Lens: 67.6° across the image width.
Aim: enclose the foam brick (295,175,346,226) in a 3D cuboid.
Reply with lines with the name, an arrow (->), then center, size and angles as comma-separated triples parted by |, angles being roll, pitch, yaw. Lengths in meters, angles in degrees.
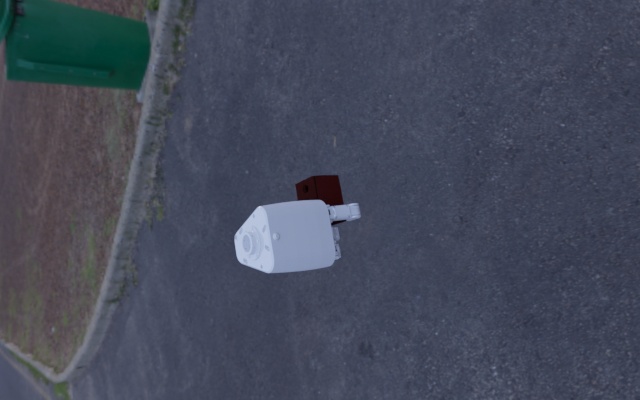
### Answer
foam brick -> 0.000, 0.002, 0.755 | 0.051, 0.078, 0.053 | -3, -11, -37
